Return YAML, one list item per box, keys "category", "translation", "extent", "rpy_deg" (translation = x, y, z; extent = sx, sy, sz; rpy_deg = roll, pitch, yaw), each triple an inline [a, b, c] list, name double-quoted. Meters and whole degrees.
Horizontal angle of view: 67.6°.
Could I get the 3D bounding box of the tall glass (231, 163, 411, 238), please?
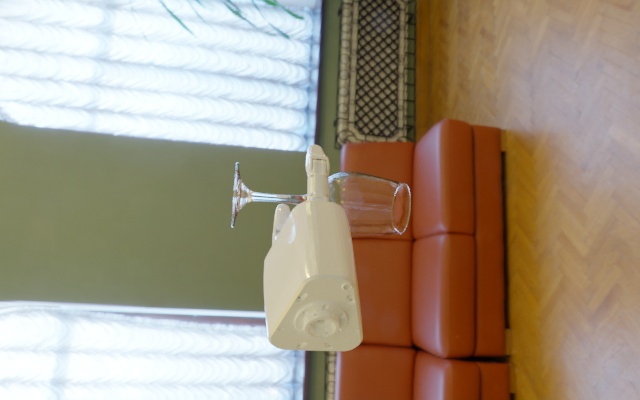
- category: "tall glass"
  translation: [-0.001, 0.002, 0.558]
  extent: [0.201, 0.079, 0.079]
  rpy_deg: [4, -1, -9]
